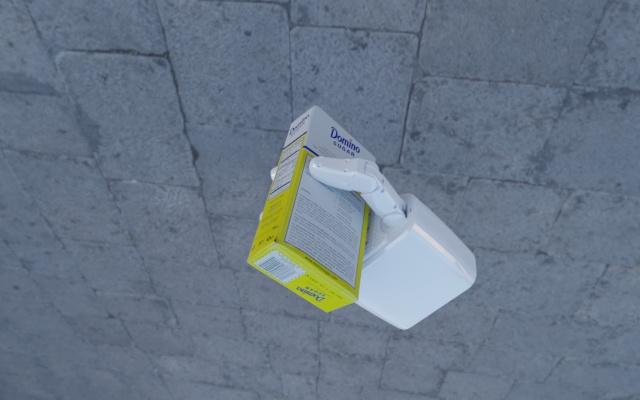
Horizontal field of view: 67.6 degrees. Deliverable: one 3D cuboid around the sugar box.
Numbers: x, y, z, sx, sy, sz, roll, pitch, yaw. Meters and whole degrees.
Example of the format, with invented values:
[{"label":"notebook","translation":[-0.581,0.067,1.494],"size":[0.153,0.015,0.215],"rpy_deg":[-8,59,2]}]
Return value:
[{"label":"sugar box","translation":[0.000,0.002,0.441],"size":[0.093,0.176,0.048],"rpy_deg":[38,-50,-25]}]
